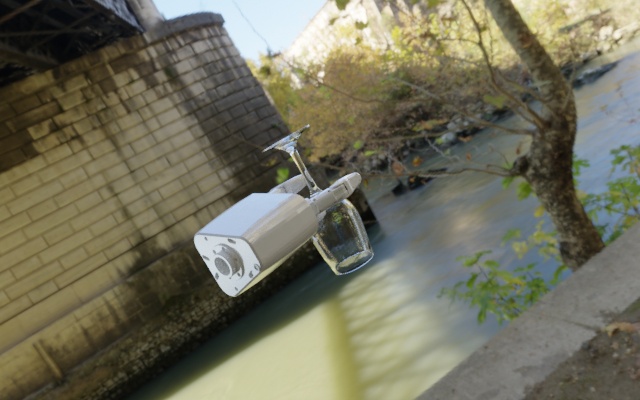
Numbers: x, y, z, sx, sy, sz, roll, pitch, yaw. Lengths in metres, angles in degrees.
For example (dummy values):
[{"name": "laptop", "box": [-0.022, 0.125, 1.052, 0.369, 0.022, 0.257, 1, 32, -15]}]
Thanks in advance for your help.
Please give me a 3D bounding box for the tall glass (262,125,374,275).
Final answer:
[{"name": "tall glass", "box": [0.000, 0.001, 0.658, 0.079, 0.201, 0.079, -29, 8, 5]}]
